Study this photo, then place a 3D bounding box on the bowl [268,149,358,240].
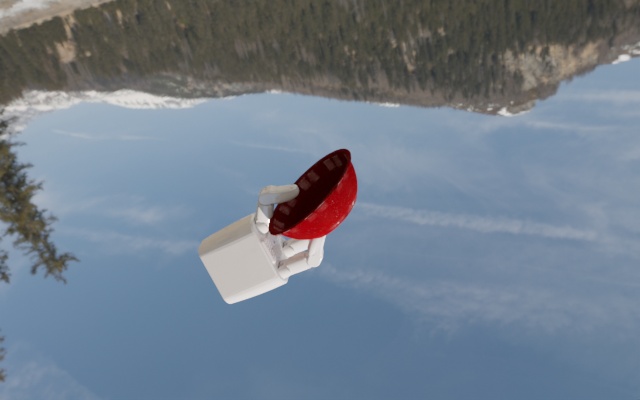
[{"bbox_3d":[0.001,0.002,0.683,0.055,0.162,0.162,43,-17,-19],"label":"bowl"}]
